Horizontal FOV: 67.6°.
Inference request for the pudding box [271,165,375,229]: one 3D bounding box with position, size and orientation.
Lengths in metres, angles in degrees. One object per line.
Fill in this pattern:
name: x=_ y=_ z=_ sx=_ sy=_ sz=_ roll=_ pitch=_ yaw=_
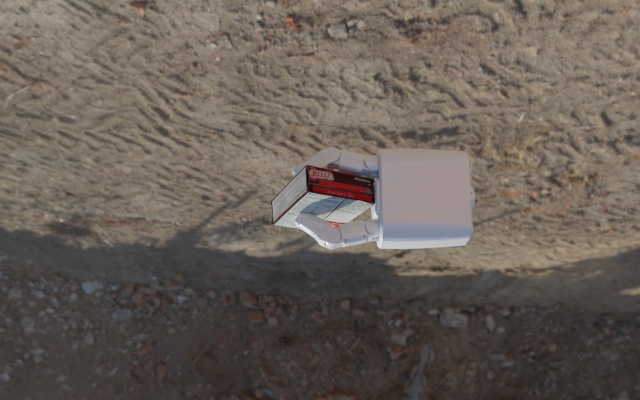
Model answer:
pudding box: x=0.000 y=0.002 z=0.584 sx=0.090 sy=0.039 sz=0.113 roll=11 pitch=-29 yaw=-25
